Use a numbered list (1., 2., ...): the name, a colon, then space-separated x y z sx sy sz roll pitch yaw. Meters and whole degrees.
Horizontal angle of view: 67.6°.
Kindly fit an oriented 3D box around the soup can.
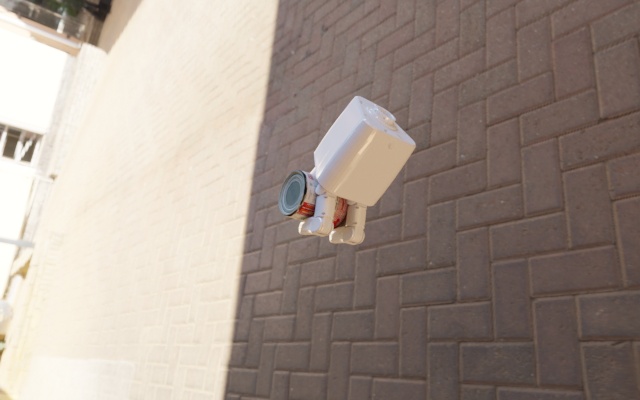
1. soup can: 0.000 0.002 0.681 0.102 0.068 0.068 18 -10 -33
